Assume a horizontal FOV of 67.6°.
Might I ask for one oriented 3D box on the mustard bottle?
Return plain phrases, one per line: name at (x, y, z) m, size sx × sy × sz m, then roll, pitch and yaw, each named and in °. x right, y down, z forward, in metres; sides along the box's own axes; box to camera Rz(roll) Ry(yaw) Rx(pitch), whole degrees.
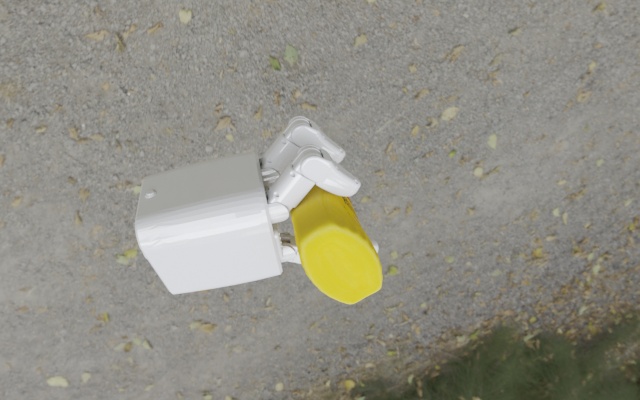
mustard bottle at (0.000, 0.002, 0.457) m, size 0.058 × 0.096 × 0.191 m, roll -32°, pitch 36°, yaw 9°
